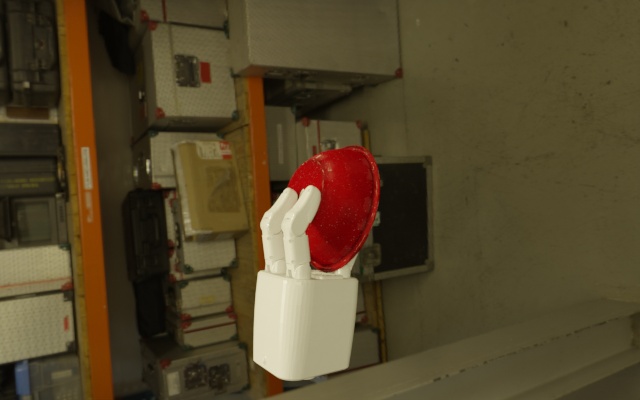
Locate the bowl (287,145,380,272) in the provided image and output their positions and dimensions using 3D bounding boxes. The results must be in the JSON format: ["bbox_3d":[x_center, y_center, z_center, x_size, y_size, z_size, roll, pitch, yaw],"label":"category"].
[{"bbox_3d":[0.000,0.001,0.578,0.055,0.162,0.162,18,-9,-30],"label":"bowl"}]
